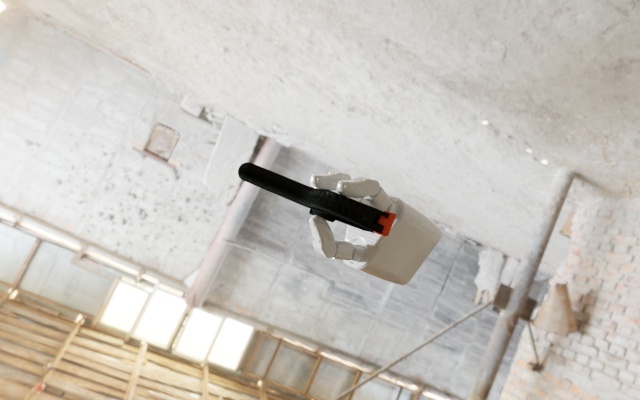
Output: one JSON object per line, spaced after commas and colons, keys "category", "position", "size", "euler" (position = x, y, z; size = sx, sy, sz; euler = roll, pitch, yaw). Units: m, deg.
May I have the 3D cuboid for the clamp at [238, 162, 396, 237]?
{"category": "clamp", "position": [0.000, 0.003, 0.606], "size": [0.164, 0.036, 0.210], "euler": [26, -6, -39]}
